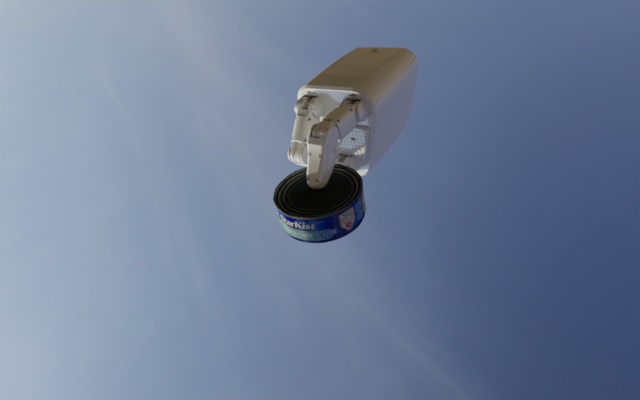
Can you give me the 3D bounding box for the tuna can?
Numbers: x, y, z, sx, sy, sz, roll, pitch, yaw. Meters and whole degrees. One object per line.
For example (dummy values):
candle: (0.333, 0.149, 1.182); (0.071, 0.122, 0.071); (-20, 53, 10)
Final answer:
tuna can: (0.000, 0.002, 0.458); (0.086, 0.034, 0.086); (-8, 36, 6)
